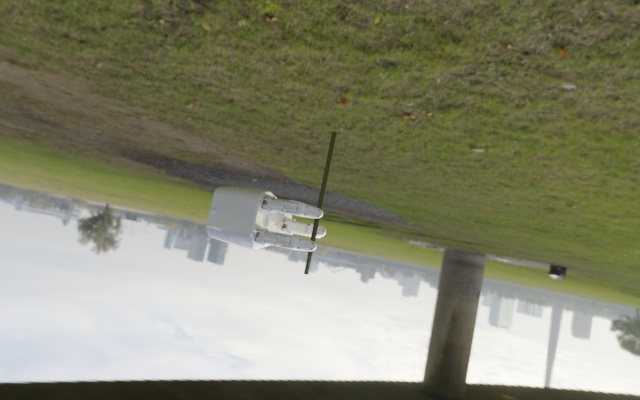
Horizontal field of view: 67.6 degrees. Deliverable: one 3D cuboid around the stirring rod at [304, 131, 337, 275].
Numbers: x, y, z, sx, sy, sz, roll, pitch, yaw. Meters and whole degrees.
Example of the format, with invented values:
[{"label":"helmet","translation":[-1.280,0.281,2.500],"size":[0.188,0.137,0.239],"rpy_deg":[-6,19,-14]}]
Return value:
[{"label":"stirring rod","translation":[0.000,0.002,0.787],"size":[0.011,0.239,0.011],"rpy_deg":[11,-6,1]}]
